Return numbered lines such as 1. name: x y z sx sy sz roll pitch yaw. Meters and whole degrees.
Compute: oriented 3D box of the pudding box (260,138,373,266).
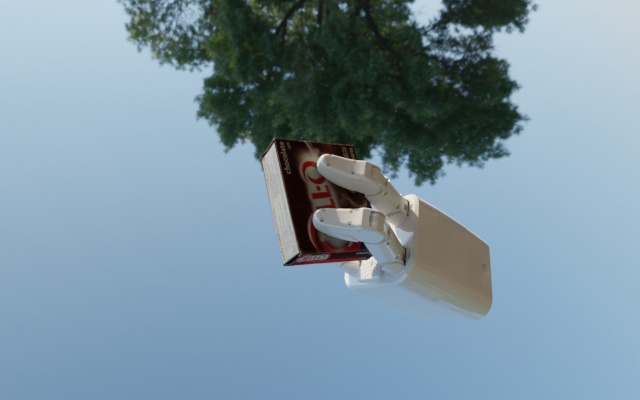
1. pudding box: 0.000 0.002 0.439 0.090 0.113 0.039 1 -28 -35
